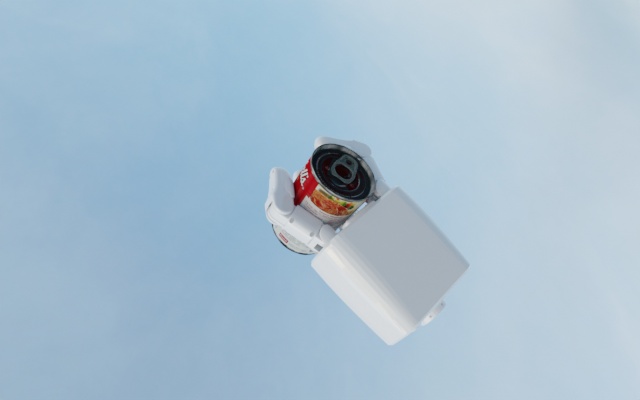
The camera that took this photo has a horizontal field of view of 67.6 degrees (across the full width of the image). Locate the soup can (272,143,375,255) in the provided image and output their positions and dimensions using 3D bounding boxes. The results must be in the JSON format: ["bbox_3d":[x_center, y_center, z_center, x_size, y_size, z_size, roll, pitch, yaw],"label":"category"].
[{"bbox_3d":[0.000,0.001,0.478,0.068,0.068,0.102,0,-35,-32],"label":"soup can"}]
